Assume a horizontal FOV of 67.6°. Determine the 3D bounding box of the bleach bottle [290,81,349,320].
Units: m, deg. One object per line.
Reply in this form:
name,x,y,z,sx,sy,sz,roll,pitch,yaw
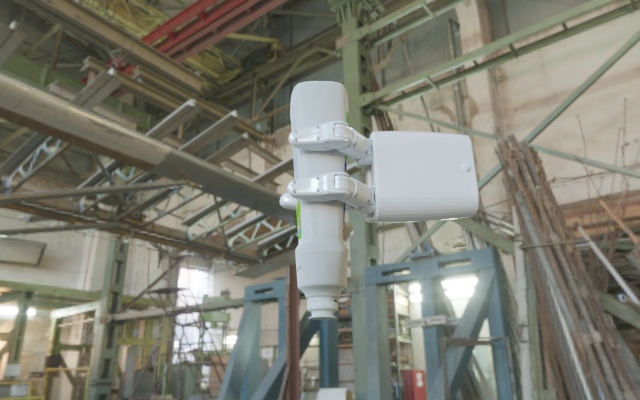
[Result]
bleach bottle,0.000,0.002,0.521,0.068,0.250,0.103,0,-20,-1
